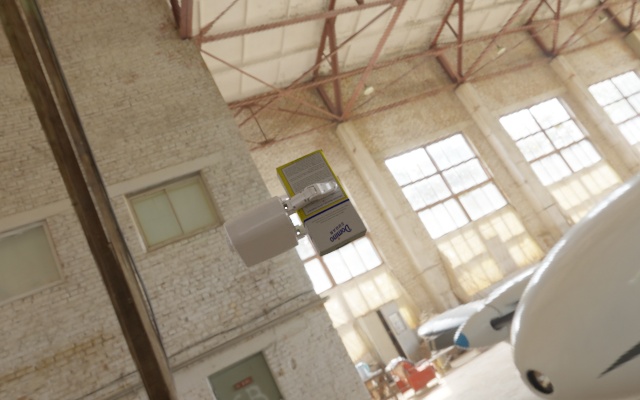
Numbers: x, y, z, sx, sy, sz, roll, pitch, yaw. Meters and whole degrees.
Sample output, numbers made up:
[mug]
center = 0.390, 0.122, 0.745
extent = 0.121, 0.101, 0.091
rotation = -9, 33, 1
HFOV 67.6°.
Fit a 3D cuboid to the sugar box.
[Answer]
[sugar box]
center = 0.000, 0.003, 0.849
extent = 0.093, 0.176, 0.048
rotation = -25, -16, -10
